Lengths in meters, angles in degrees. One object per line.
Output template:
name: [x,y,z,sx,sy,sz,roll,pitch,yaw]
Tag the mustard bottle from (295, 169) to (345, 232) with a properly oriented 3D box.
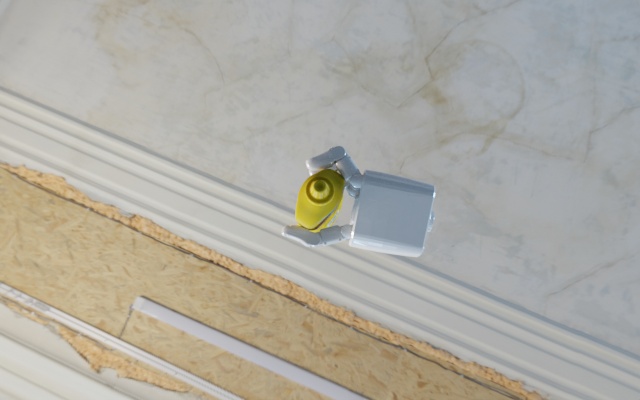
mustard bottle: [0.000,0.002,0.724,0.058,0.096,0.192,35,-10,7]
